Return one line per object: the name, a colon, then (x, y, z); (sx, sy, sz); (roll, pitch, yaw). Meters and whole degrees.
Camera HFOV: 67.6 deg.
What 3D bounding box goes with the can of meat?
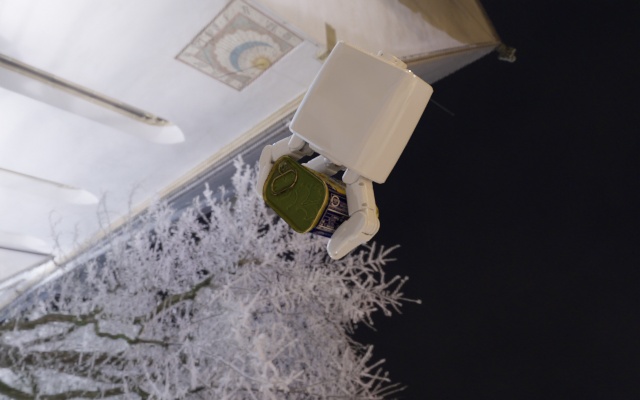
can of meat: (0.000, 0.002, 0.510); (0.084, 0.057, 0.102); (19, 13, -41)
